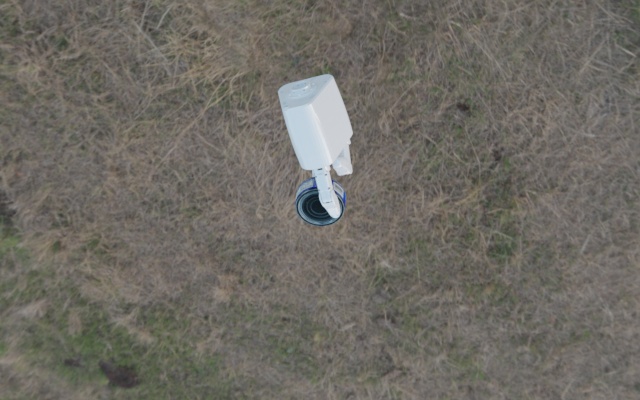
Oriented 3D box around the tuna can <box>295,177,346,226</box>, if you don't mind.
[{"bbox_3d":[0.000,0.003,0.809,0.086,0.086,0.033,0,39,5],"label":"tuna can"}]
